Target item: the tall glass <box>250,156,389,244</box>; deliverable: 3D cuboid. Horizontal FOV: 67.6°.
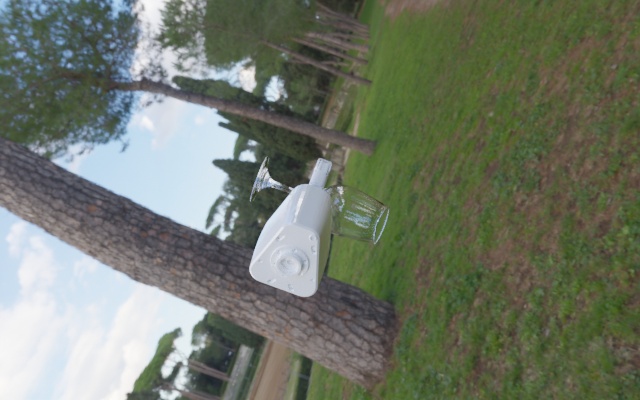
[{"bbox_3d":[0.000,0.002,0.726,0.201,0.079,0.079,21,-1,-2],"label":"tall glass"}]
